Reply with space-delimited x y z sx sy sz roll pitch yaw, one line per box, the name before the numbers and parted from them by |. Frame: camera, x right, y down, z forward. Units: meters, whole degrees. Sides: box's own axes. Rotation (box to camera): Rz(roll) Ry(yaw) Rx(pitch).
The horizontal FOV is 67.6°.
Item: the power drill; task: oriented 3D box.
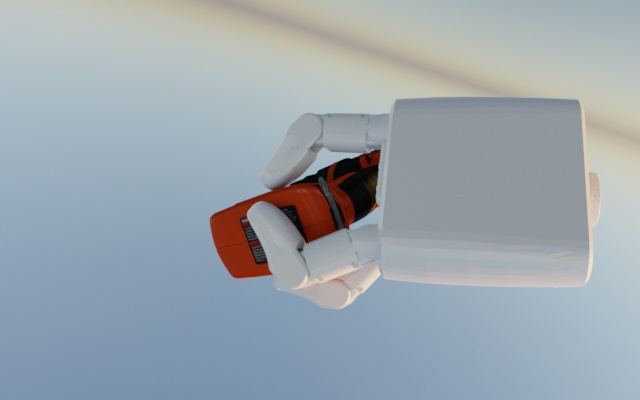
power drill | 0.000 0.001 0.401 0.184 0.057 0.187 -18 8 37
